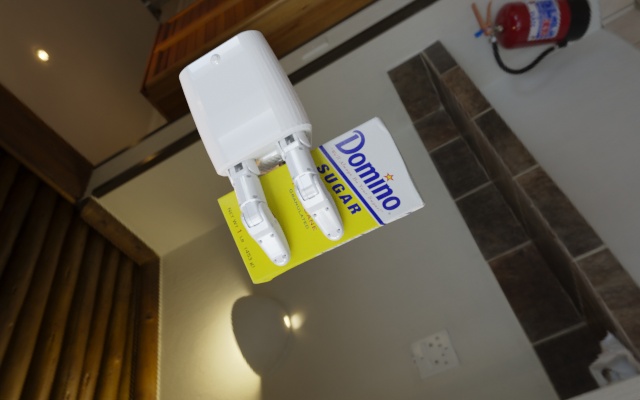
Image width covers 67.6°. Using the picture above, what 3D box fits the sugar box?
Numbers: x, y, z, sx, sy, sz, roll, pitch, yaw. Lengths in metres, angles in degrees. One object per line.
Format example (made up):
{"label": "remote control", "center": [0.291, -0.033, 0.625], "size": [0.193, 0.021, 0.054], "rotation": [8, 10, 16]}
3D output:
{"label": "sugar box", "center": [0.000, 0.001, 0.456], "size": [0.176, 0.093, 0.048], "rotation": [-27, -8, 13]}
